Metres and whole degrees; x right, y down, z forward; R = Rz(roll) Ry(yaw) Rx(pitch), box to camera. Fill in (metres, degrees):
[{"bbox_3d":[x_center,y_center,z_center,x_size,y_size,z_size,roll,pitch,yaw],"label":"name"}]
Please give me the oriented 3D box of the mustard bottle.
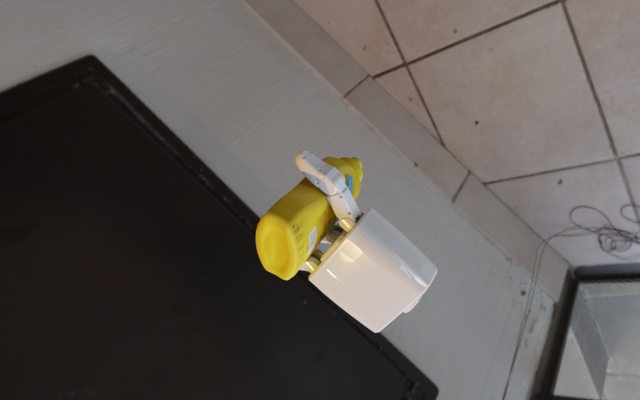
[{"bbox_3d":[0.000,0.002,0.577,0.058,0.096,0.191,24,45,21],"label":"mustard bottle"}]
